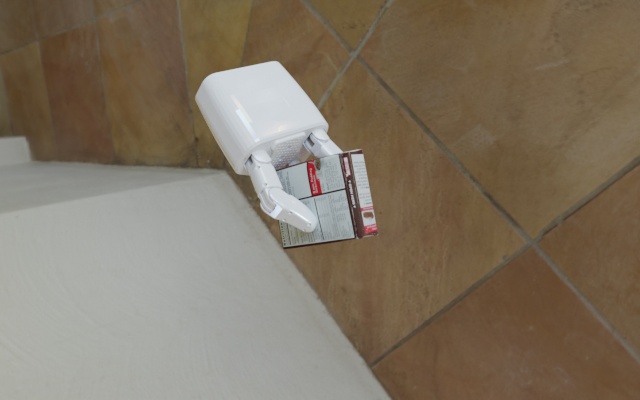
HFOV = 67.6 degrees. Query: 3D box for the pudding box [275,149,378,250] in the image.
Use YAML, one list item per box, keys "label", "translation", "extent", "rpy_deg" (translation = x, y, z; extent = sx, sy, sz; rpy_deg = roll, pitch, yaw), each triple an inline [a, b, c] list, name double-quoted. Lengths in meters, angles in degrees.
- label: "pudding box"
  translation: [0.000, 0.002, 0.506]
  extent: [0.113, 0.090, 0.039]
  rpy_deg: [-12, -1, 44]
